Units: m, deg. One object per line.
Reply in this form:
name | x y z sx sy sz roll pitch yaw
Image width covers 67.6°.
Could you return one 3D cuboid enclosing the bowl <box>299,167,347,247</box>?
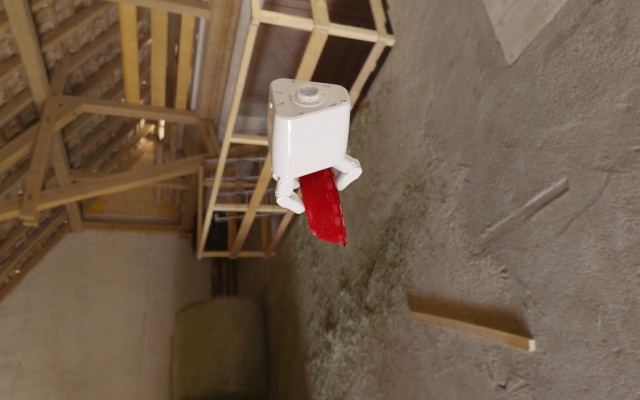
bowl | 0.000 0.004 0.781 0.055 0.162 0.162 -12 0 -2
